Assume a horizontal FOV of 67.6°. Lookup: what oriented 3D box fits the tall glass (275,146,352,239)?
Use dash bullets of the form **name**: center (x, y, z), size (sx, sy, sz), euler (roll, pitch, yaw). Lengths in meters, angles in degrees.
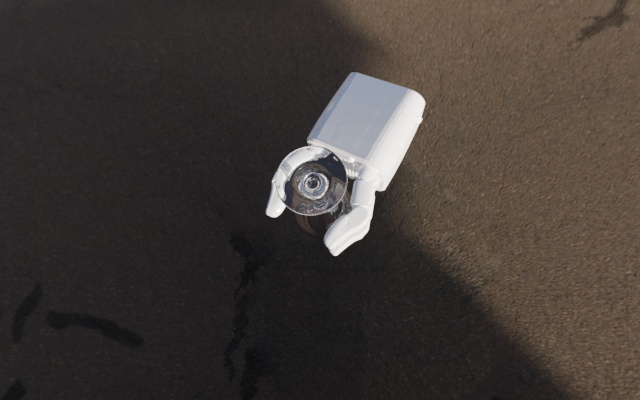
- **tall glass**: center (0.000, 0.002, 0.582), size (0.079, 0.079, 0.201), euler (0, -14, 5)
